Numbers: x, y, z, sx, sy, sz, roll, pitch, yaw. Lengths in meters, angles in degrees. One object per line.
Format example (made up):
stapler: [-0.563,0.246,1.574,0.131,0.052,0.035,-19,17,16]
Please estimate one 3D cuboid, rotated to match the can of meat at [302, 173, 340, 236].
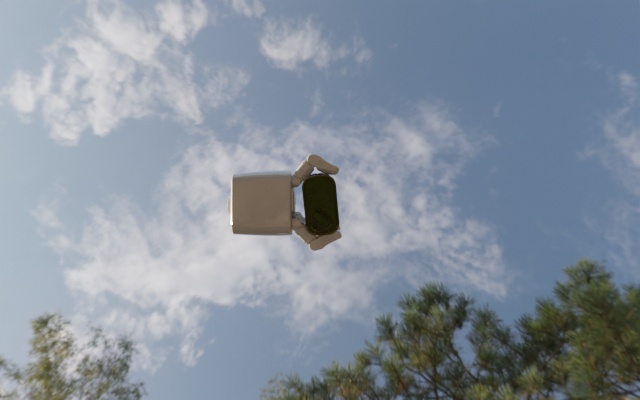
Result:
can of meat: [0.000,0.003,0.838,0.057,0.102,0.084,-6,8,0]
